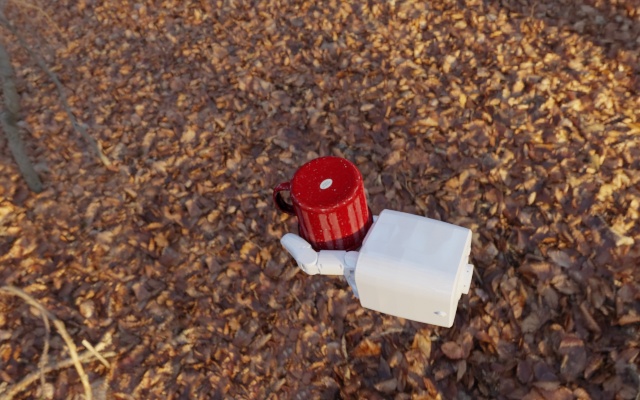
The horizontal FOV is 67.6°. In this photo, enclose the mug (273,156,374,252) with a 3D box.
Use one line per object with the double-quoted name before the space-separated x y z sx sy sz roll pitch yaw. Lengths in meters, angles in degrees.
"mug" -0.001 0.001 0.551 0.117 0.093 0.082 10 -35 19
